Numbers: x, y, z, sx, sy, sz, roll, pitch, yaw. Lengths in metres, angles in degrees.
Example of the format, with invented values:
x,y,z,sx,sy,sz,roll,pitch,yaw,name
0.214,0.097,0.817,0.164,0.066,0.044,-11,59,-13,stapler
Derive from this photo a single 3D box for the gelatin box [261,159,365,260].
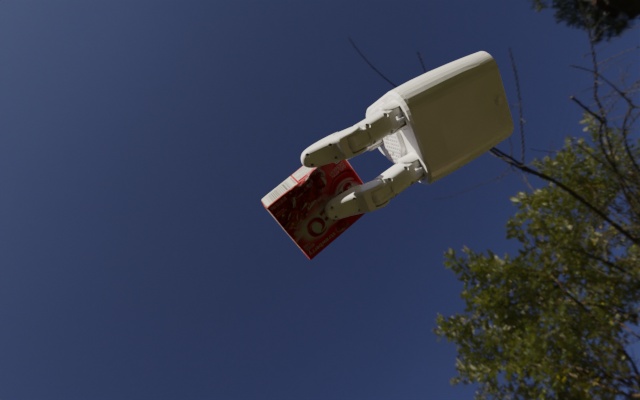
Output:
x,y,z,sx,sy,sz,roll,pitch,yaw,name
0.000,0.002,0.466,0.089,0.073,0.030,-39,25,-4,gelatin box
